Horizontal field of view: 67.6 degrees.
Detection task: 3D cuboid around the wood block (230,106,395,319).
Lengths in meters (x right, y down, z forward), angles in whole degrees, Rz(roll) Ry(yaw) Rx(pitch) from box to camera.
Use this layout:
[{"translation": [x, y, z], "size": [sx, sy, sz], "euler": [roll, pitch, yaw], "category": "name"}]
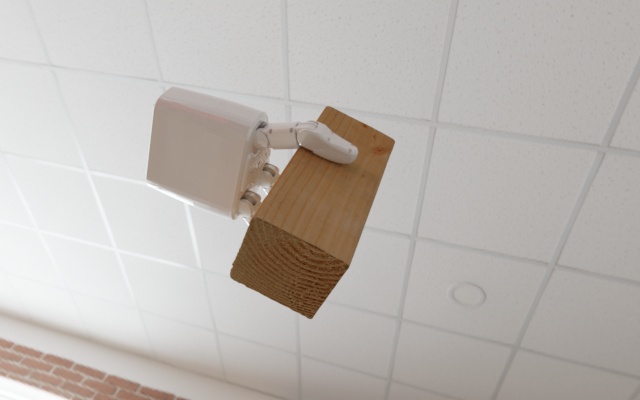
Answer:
[{"translation": [0.000, 0.001, 0.486], "size": [0.090, 0.091, 0.206], "euler": [27, 41, -1], "category": "wood block"}]
